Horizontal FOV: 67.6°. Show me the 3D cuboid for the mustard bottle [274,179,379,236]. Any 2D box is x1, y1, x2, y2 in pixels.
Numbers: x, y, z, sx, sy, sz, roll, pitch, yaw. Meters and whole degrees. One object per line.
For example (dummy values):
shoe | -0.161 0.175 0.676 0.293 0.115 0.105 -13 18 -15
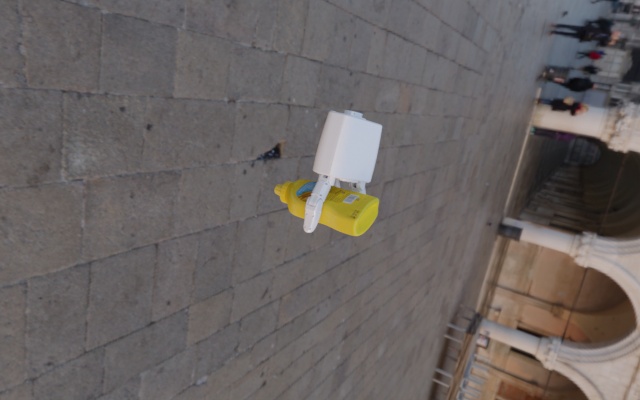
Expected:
mustard bottle | 0.000 0.003 0.852 0.191 0.058 0.096 17 34 26
